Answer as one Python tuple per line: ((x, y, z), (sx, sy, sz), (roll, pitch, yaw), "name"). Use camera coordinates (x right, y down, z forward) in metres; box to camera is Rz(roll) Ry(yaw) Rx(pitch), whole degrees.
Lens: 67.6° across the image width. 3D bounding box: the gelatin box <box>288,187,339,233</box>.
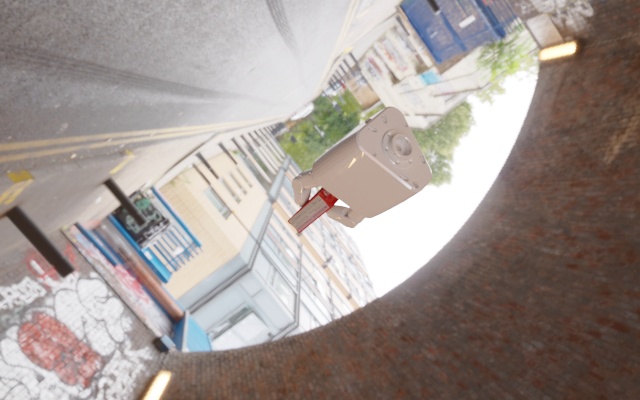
((0.000, 0.003, 0.712), (0.089, 0.030, 0.073), (-41, 2, 43), "gelatin box")
